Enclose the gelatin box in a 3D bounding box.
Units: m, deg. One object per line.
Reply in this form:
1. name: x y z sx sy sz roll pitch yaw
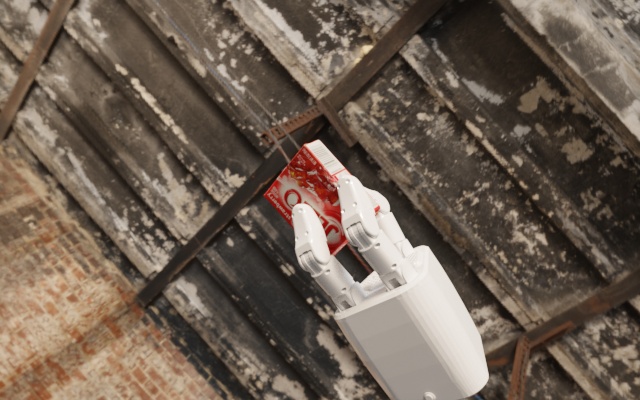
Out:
1. gelatin box: 0.000 0.001 0.443 0.073 0.089 0.030 -48 -11 34
